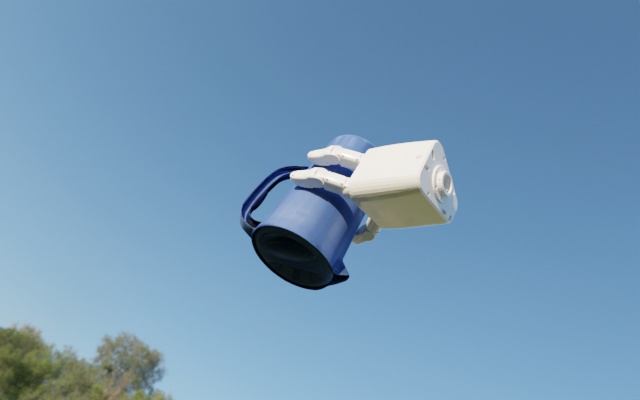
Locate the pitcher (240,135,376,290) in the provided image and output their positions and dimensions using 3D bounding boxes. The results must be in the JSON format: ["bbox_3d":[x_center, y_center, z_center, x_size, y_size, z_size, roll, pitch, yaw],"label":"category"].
[{"bbox_3d":[0.000,0.002,0.743,0.145,0.149,0.242,-8,37,41],"label":"pitcher"}]
